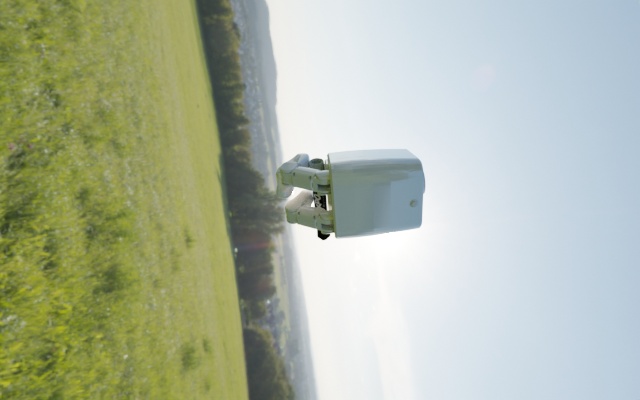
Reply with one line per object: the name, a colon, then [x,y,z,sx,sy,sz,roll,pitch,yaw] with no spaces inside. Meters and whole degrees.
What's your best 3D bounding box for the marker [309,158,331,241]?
marker: [0.000,0.002,0.619,0.020,0.121,0.020,-4,33,3]
